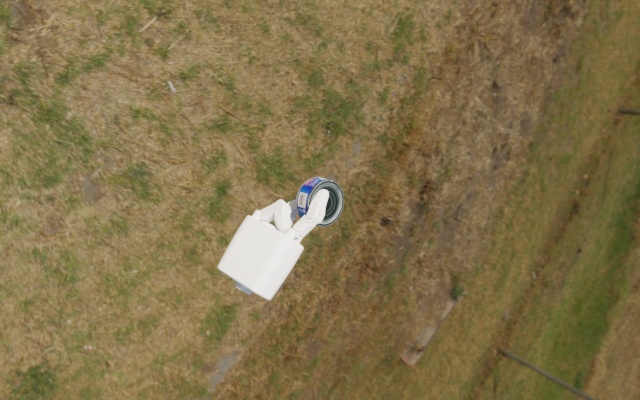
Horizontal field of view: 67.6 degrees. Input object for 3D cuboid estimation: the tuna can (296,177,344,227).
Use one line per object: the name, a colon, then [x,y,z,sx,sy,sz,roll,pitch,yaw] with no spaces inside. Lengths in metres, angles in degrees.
tuna can: [0.001,0.003,0.841,0.086,0.086,0.033,0,10,-40]
